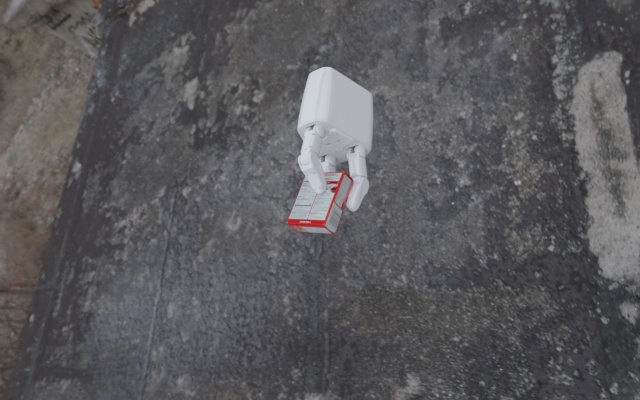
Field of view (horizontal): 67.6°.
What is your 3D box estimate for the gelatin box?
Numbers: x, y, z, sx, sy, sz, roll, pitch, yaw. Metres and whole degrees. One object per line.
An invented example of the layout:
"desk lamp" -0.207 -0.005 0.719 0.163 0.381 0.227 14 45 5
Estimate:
"gelatin box" 0.000 0.002 0.684 0.073 0.089 0.030 1 -29 40
